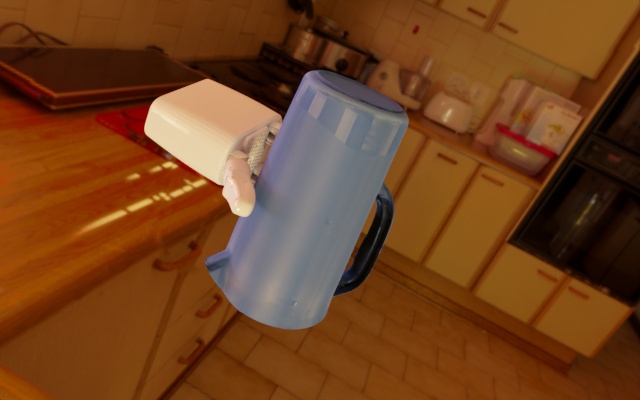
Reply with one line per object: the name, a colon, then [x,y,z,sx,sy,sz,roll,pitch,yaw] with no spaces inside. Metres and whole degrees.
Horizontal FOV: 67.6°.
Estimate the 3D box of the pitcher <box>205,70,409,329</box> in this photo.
pitcher: [0.000,0.002,0.494,0.145,0.243,0.149,31,23,15]
